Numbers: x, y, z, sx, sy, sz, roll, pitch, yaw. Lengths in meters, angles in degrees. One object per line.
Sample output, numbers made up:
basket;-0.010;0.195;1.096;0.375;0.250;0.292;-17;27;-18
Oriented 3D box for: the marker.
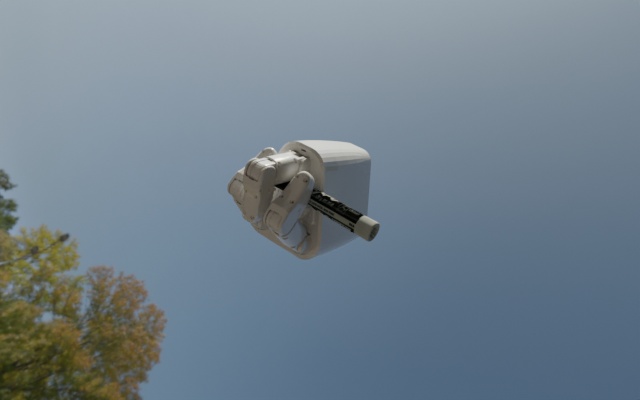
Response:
marker;0.000;0.001;0.442;0.121;0.020;0.020;30;15;27
